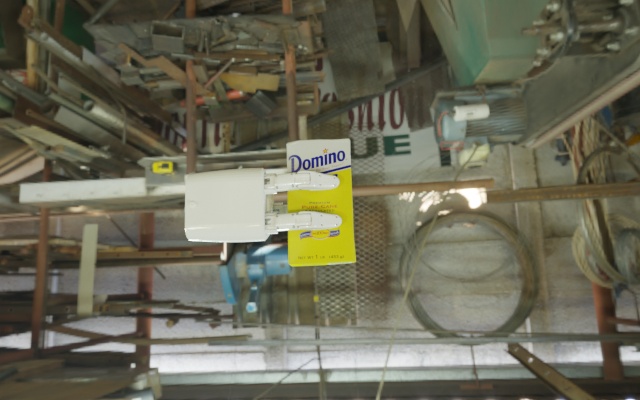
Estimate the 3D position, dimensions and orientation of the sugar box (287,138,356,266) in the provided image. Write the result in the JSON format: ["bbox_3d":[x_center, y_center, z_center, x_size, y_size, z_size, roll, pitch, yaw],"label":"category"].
[{"bbox_3d":[0.000,0.002,0.675,0.093,0.176,0.048,-3,-10,2],"label":"sugar box"}]
